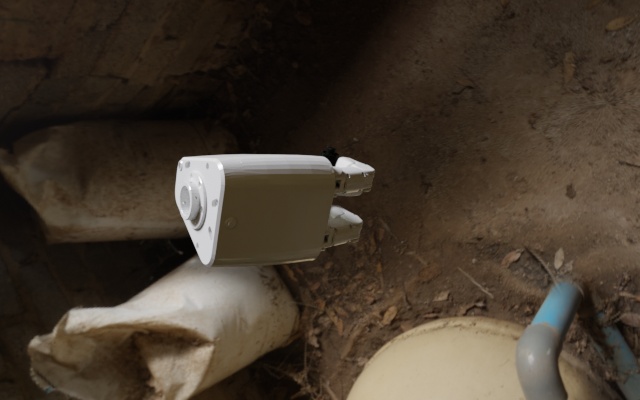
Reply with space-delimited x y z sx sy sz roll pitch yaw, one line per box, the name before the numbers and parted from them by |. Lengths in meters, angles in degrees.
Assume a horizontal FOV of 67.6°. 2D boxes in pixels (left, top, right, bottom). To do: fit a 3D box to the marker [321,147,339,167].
marker | 0.000 0.002 0.514 0.020 0.121 0.020 10 18 -3
